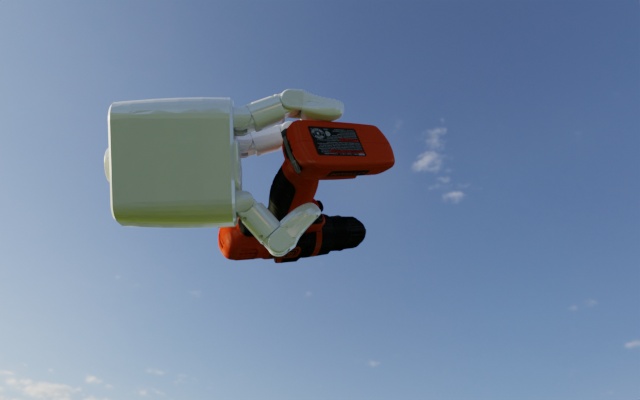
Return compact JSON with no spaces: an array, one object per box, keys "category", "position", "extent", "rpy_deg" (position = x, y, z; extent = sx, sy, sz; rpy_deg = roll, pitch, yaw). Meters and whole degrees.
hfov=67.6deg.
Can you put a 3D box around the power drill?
[{"category":"power drill","position":[0.000,0.001,0.505],"extent":[0.184,0.057,0.188],"rpy_deg":[-3,-36,-31]}]
